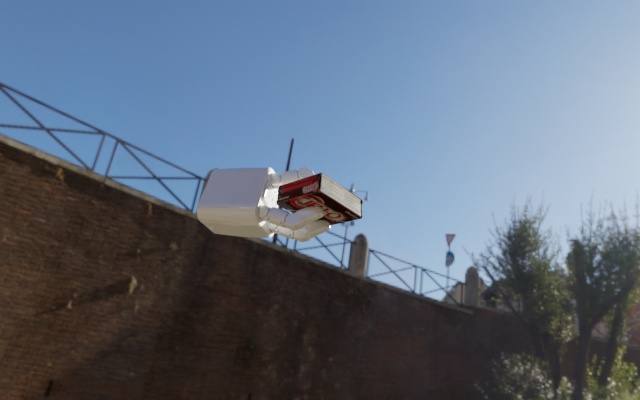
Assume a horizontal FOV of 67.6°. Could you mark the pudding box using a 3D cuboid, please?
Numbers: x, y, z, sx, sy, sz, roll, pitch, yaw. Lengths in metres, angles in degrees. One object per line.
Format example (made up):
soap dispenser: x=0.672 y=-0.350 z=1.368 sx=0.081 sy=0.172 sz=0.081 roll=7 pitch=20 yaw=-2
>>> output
pudding box: x=0.000 y=0.002 z=0.763 sx=0.090 sy=0.039 sz=0.113 roll=-14 pitch=-30 yaw=38
